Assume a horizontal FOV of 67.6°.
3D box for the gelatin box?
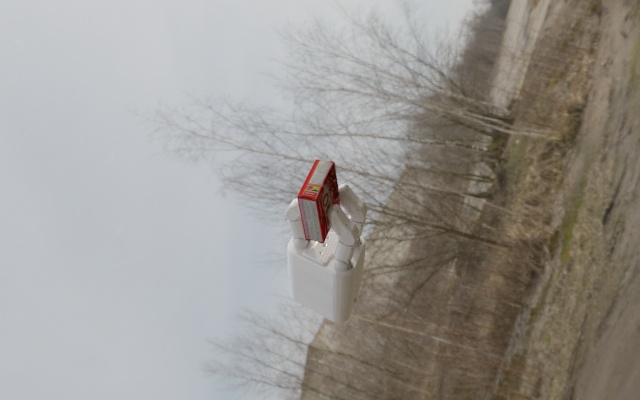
[{"bbox_3d":[0.000,0.002,0.639,0.030,0.073,0.089,10,-41,18],"label":"gelatin box"}]
